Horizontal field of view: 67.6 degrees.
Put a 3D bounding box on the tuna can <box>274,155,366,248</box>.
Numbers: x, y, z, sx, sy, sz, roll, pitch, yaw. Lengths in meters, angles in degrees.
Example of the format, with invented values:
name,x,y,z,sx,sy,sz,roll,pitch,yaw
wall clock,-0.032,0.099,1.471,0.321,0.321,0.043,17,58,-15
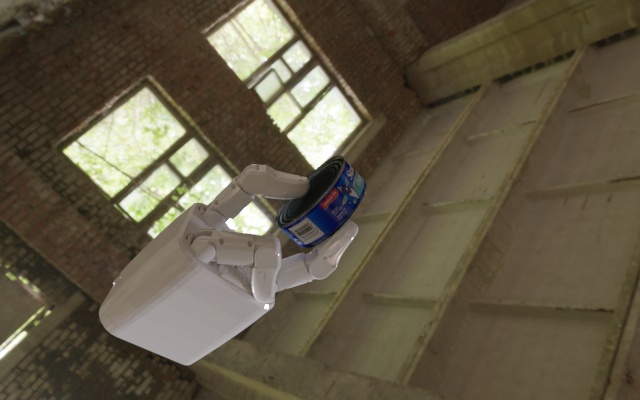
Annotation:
name,x,y,z,sx,sy,sz,roll,pitch,yaw
tuna can,0.001,0.002,0.432,0.034,0.086,0.086,44,-16,-17
